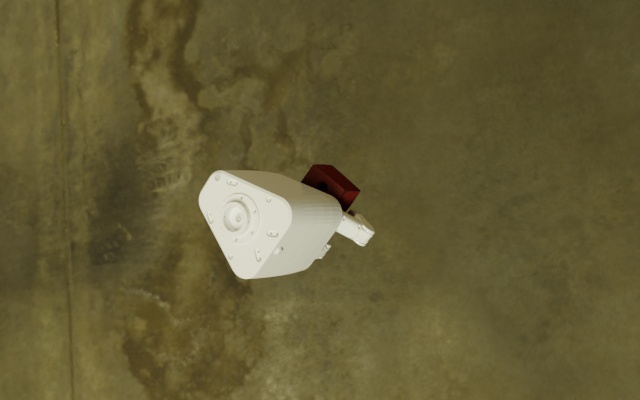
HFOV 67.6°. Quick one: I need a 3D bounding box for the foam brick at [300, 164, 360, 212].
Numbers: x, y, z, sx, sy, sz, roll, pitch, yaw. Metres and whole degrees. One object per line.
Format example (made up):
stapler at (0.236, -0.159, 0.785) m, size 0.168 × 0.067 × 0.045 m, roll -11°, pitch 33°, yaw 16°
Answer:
foam brick at (0.000, 0.002, 0.576) m, size 0.053 × 0.078 × 0.051 m, roll 41°, pitch 17°, yaw 20°
